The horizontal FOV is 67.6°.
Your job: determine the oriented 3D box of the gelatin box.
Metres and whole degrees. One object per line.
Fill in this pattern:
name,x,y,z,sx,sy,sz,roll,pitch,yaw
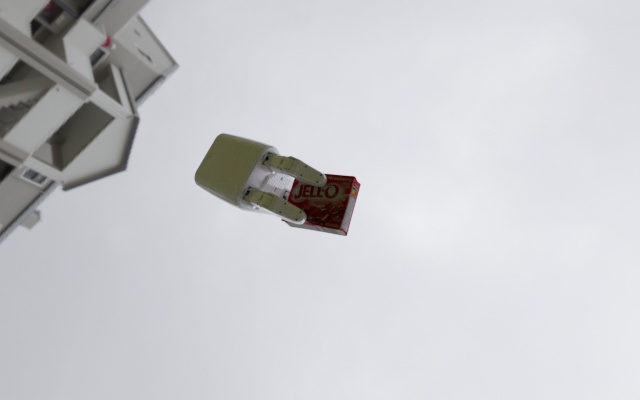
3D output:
gelatin box,0.001,0.002,0.619,0.089,0.073,0.030,8,-18,28
